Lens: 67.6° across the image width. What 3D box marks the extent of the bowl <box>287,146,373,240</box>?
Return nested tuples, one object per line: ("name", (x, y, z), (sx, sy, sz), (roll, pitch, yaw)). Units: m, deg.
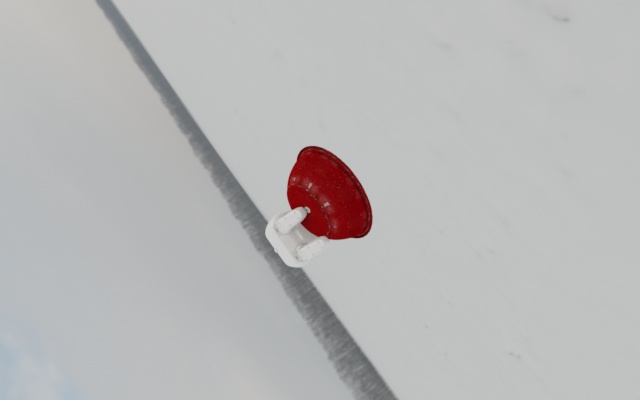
("bowl", (0.000, 0.002, 0.705), (0.055, 0.162, 0.162), (-36, 18, -28))
